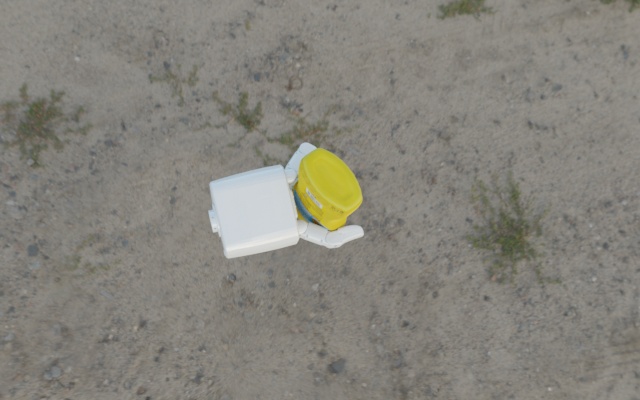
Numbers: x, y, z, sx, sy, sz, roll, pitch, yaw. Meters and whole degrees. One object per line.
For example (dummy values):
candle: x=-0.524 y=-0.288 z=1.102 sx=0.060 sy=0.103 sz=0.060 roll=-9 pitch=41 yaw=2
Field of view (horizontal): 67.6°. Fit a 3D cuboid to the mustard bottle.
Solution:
mustard bottle: x=0.000 y=0.002 z=0.702 sx=0.058 sy=0.096 sz=0.192 roll=-38 pitch=-9 yaw=-20
